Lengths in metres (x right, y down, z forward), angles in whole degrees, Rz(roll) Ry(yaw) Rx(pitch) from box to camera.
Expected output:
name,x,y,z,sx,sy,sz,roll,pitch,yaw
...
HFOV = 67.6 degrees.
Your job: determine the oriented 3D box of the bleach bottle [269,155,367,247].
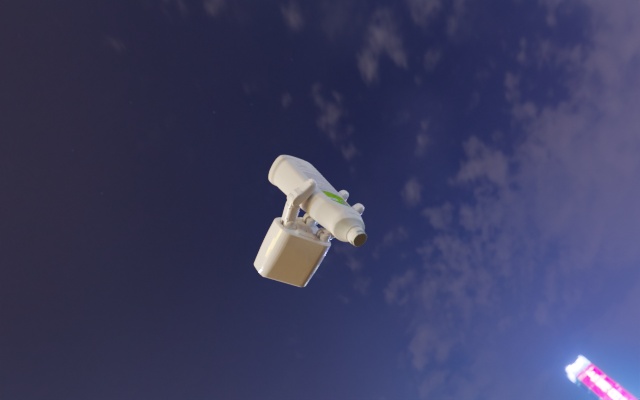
name,x,y,z,sx,sy,sz,roll,pitch,yaw
bleach bottle,0.000,0.003,0.899,0.102,0.068,0.250,13,22,-40
